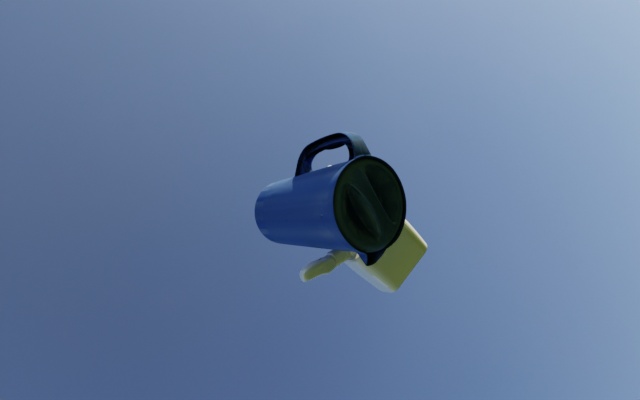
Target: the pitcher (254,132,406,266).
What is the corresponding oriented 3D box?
[{"bbox_3d":[0.000,0.003,0.729,0.145,0.149,0.243,42,-27,-27],"label":"pitcher"}]
